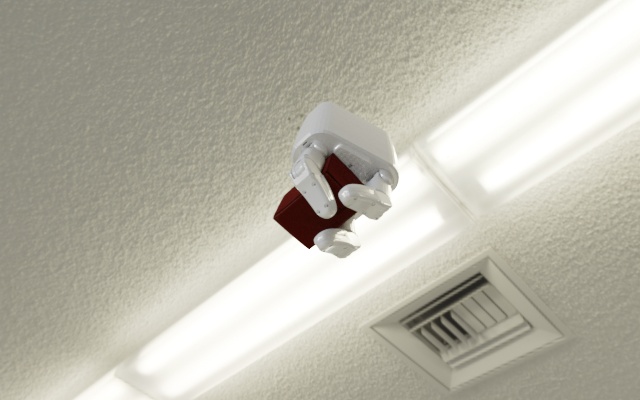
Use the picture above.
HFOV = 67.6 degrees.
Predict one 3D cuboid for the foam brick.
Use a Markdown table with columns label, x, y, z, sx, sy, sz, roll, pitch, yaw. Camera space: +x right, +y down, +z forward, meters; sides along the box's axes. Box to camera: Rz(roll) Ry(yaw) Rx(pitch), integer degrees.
| label | x | y | z | sx | sy | sz | roll | pitch | yaw |
| --- | --- | --- | --- | --- | --- | --- | --- | --- | --- |
| foam brick | 0.000 | 0.002 | 0.489 | 0.078 | 0.053 | 0.051 | -39 | 16 | 23 |
